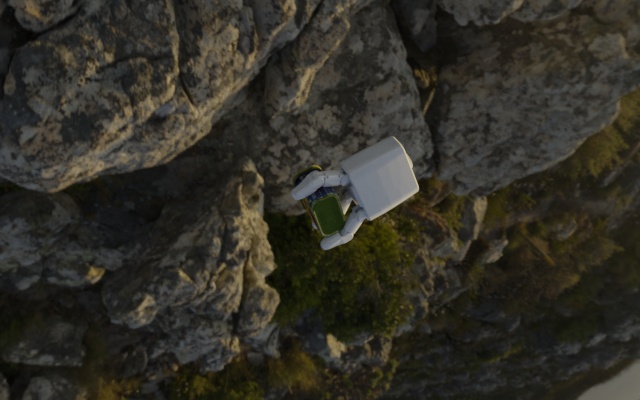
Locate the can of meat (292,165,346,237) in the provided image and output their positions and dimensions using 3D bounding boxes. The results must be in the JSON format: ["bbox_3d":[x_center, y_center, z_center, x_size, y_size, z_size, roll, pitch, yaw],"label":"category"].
[{"bbox_3d":[0.000,0.003,0.843,0.057,0.102,0.084,-27,46,-6],"label":"can of meat"}]
